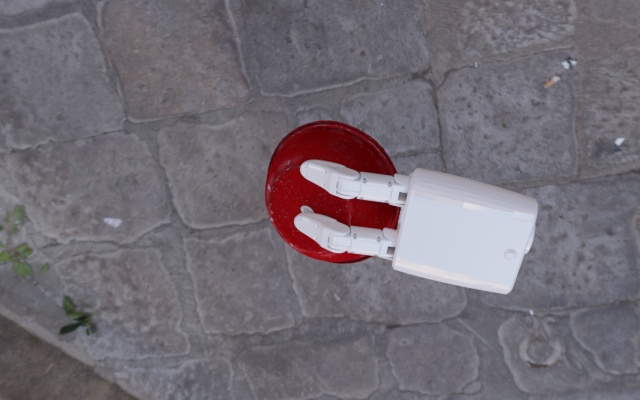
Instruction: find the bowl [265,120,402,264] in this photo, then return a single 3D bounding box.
[{"bbox_3d":[-0.001,0.002,0.495,0.162,0.162,0.055,0,18,27],"label":"bowl"}]
